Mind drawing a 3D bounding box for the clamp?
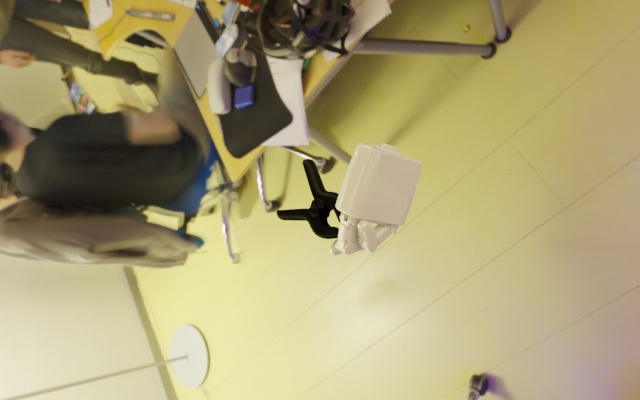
[{"bbox_3d":[0.000,0.003,0.811,0.171,0.120,0.039,26,13,38],"label":"clamp"}]
